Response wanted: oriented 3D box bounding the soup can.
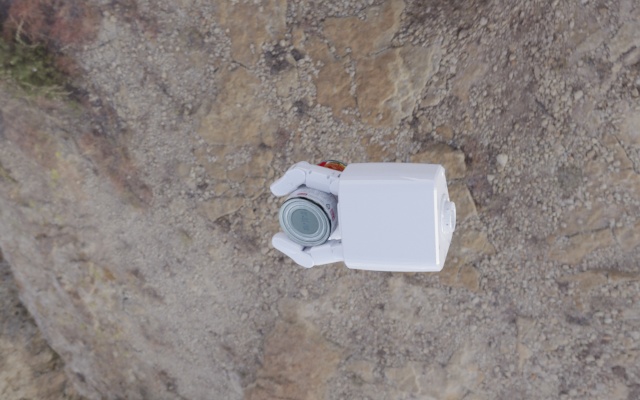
[{"bbox_3d":[-0.001,0.002,0.584,0.068,0.068,0.102,0,29,26],"label":"soup can"}]
